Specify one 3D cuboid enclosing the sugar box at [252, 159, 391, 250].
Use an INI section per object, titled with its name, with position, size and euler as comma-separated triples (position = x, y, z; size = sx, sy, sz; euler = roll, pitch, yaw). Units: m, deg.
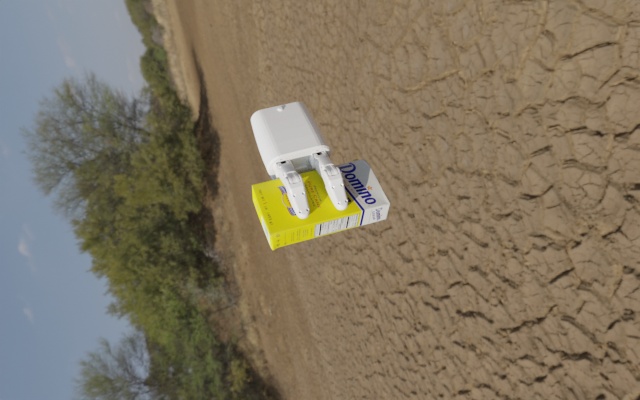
[sugar box]
position = 0.000, 0.002, 0.679
size = 0.176, 0.093, 0.048
euler = -16, -34, -13
